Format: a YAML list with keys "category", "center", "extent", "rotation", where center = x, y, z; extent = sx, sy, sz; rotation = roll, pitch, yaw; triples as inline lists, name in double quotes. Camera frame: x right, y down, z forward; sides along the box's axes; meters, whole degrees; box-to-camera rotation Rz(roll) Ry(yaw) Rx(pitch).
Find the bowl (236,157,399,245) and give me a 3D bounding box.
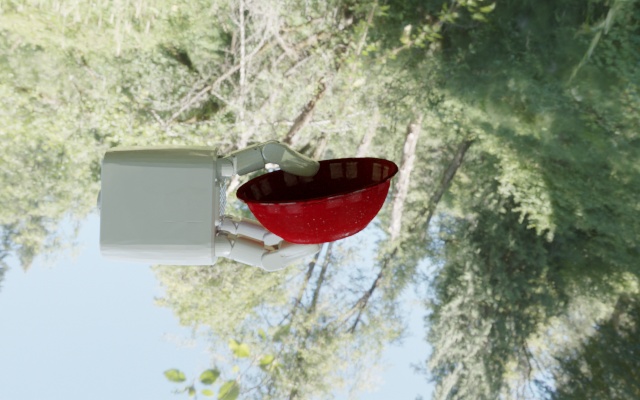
- category: "bowl"
  center: [0.001, 0.002, 0.479]
  extent: [0.162, 0.055, 0.162]
  rotation: [-9, 16, 3]
